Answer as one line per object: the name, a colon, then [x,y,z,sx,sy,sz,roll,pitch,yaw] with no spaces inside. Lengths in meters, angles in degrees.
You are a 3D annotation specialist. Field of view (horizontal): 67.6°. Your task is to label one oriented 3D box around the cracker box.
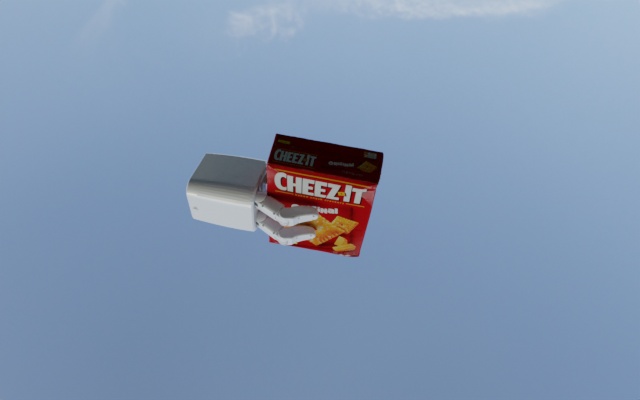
cracker box: [0.000,0.002,0.767,0.164,0.072,0.214,10,-36,2]
